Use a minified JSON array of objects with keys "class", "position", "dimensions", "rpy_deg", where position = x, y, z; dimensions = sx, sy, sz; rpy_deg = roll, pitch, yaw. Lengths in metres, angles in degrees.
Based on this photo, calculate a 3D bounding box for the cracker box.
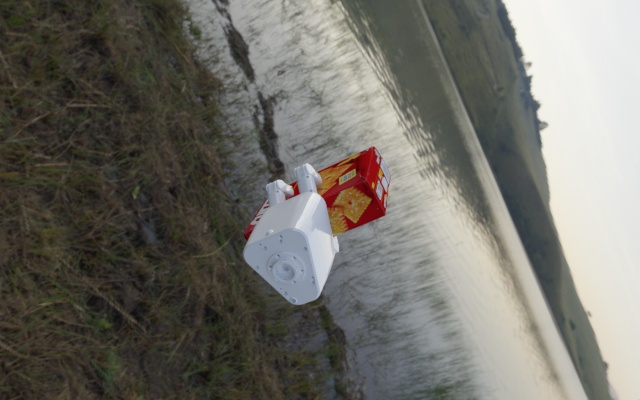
[{"class":"cracker box","position":[0.000,0.003,0.765],"dimensions":[0.214,0.072,0.164],"rpy_deg":[-23,18,20]}]
